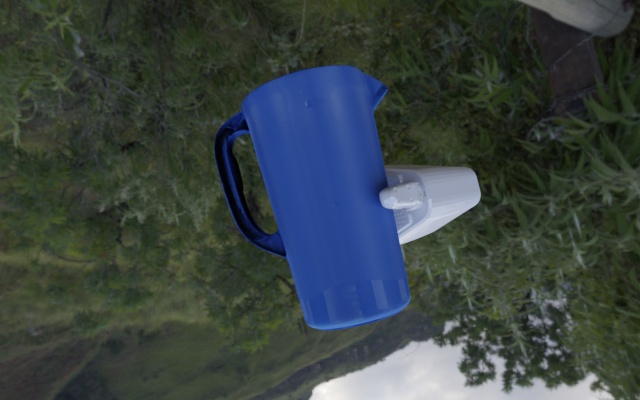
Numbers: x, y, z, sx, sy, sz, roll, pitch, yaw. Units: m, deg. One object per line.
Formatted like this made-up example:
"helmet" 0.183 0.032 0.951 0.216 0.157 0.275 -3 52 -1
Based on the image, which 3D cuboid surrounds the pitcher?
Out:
"pitcher" 0.000 0.002 0.487 0.145 0.243 0.149 -9 -6 -41
